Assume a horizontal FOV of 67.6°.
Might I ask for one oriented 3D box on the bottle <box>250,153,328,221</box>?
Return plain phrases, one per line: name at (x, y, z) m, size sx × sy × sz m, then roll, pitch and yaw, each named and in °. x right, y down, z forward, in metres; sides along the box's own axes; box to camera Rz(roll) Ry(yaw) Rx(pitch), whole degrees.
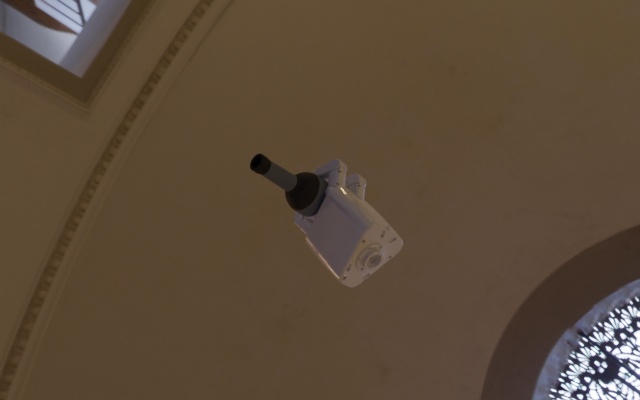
bottle at (0.000, 0.003, 0.779) m, size 0.069 × 0.069 × 0.296 m, roll 0°, pitch -23°, yaw 42°
